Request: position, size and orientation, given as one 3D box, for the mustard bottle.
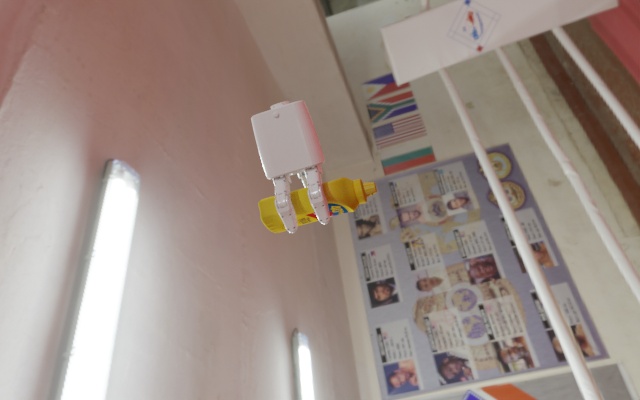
[{"bbox_3d":[0.000,0.003,0.801,0.191,0.058,0.096,-16,-20,11],"label":"mustard bottle"}]
